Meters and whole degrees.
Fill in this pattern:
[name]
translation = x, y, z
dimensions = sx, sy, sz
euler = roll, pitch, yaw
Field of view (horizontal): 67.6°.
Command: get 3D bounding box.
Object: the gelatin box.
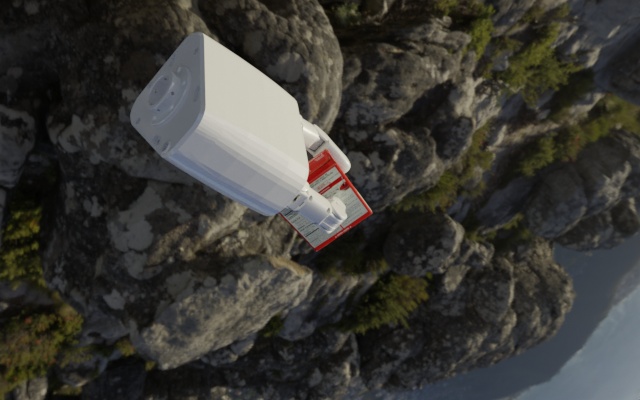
[gelatin box]
translation = 0.000, 0.002, 0.480
dimensions = 0.073, 0.030, 0.089
euler = -35, -47, 5
